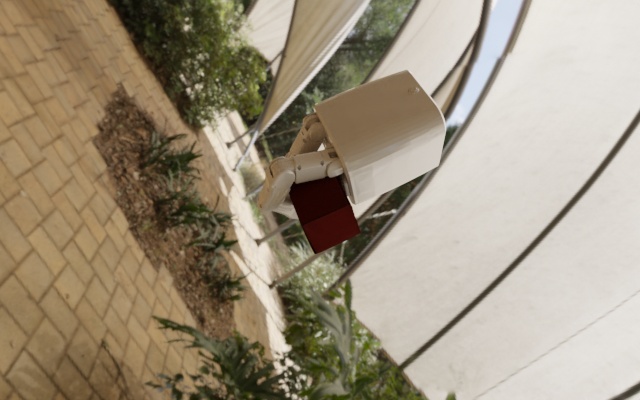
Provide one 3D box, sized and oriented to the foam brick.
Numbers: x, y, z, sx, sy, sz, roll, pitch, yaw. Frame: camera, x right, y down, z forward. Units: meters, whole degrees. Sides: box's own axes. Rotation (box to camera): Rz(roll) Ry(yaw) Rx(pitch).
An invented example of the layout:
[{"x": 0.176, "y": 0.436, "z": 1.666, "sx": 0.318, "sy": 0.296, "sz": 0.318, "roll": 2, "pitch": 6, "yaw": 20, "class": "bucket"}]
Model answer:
[{"x": 0.000, "y": 0.002, "z": 0.475, "sx": 0.051, "sy": 0.078, "sz": 0.053, "roll": -22, "pitch": -39, "yaw": -1, "class": "foam brick"}]
